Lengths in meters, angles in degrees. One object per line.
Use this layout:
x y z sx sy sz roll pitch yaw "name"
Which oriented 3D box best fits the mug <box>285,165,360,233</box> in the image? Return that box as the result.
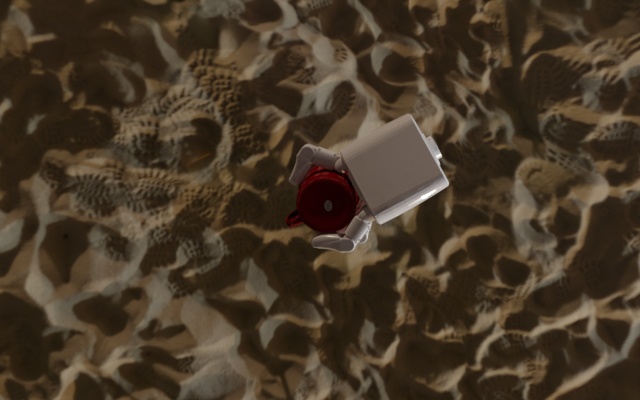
-0.001 0.003 0.673 0.117 0.093 0.081 -29 10 11 "mug"
